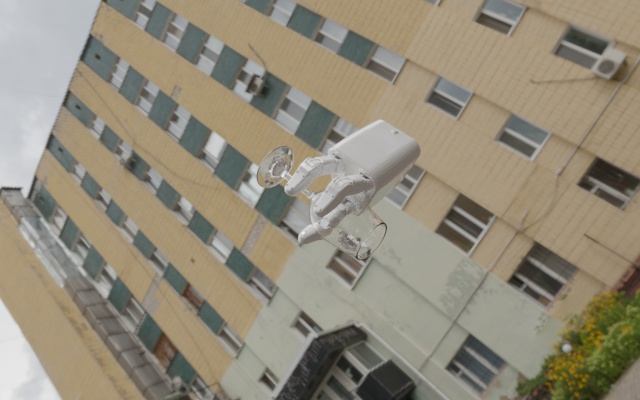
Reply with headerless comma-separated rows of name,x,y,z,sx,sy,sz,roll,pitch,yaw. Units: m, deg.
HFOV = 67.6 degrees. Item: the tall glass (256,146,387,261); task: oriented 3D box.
tall glass,0.000,0.002,0.686,0.201,0.079,0.079,38,20,28
